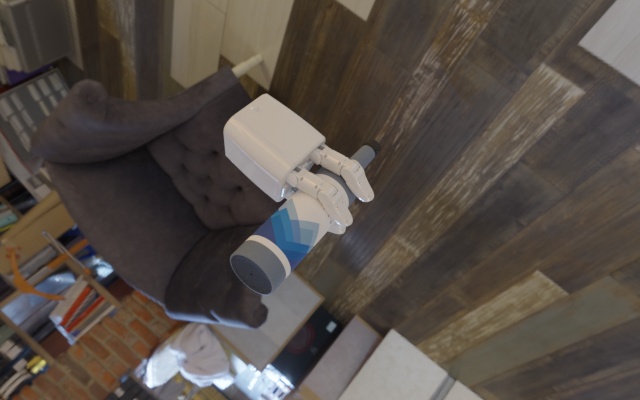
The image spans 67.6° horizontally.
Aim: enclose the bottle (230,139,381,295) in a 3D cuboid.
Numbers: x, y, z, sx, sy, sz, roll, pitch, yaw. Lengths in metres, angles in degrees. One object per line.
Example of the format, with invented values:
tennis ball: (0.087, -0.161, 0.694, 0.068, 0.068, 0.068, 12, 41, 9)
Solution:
bottle: (0.000, 0.002, 0.649, 0.069, 0.069, 0.295, 0, 36, 43)
